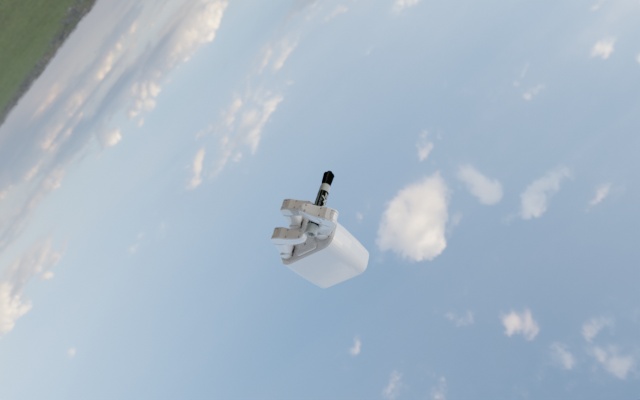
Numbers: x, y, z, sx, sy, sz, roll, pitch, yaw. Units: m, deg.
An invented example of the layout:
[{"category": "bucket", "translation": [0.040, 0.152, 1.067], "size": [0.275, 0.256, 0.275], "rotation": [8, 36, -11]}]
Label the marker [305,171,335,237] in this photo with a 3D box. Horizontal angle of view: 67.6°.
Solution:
[{"category": "marker", "translation": [0.000, 0.002, 0.765], "size": [0.020, 0.121, 0.020], "rotation": [13, -30, 8]}]
